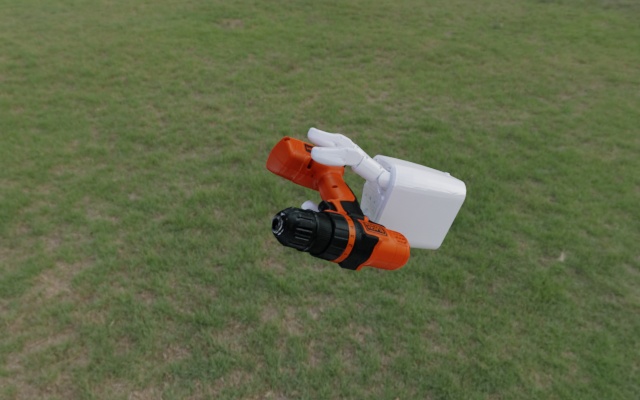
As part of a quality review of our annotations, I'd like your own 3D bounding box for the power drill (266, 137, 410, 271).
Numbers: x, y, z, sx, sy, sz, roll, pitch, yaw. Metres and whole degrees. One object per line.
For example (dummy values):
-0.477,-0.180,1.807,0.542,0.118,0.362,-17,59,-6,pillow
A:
0.000,0.002,0.561,0.184,0.057,0.187,19,29,-39,power drill
